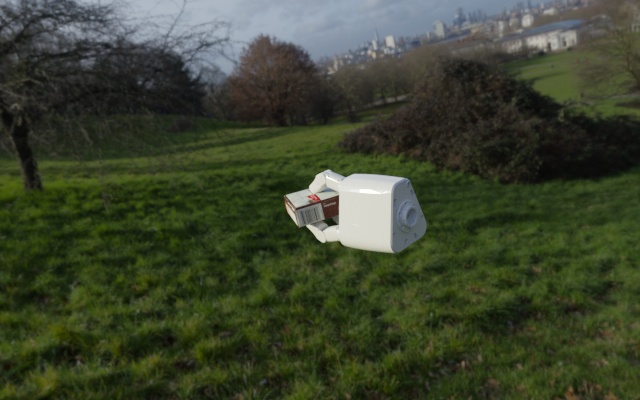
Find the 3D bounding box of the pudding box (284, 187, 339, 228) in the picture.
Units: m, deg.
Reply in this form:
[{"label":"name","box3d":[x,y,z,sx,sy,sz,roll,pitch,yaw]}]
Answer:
[{"label":"pudding box","box3d":[0.000,0.003,0.841,0.113,0.039,0.090,-15,18,-12]}]
